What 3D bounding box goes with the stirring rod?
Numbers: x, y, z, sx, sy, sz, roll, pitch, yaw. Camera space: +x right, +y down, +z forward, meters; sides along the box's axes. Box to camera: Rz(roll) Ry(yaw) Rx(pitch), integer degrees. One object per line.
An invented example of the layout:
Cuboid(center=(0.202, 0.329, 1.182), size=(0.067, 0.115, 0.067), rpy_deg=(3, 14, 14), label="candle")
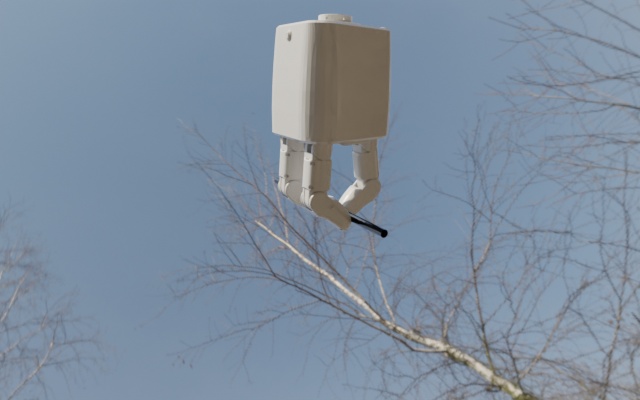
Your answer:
Cuboid(center=(0.000, 0.002, 0.534), size=(0.011, 0.011, 0.239), rpy_deg=(0, 14, -30), label="stirring rod")
